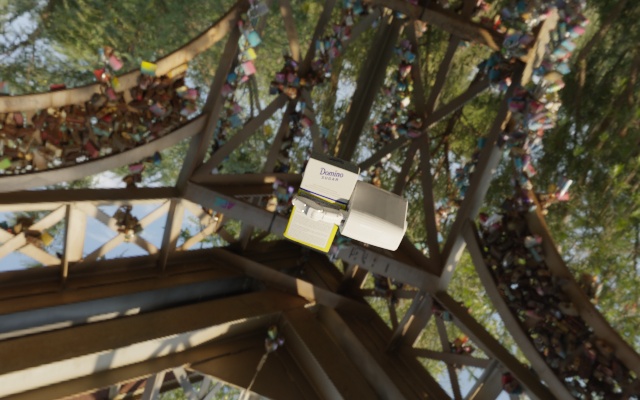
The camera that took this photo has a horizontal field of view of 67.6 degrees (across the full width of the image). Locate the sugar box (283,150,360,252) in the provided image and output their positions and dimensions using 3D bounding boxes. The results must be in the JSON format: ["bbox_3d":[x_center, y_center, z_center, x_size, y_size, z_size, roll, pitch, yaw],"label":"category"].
[{"bbox_3d":[0.000,0.003,0.880,0.093,0.176,0.048,20,27,-2],"label":"sugar box"}]
